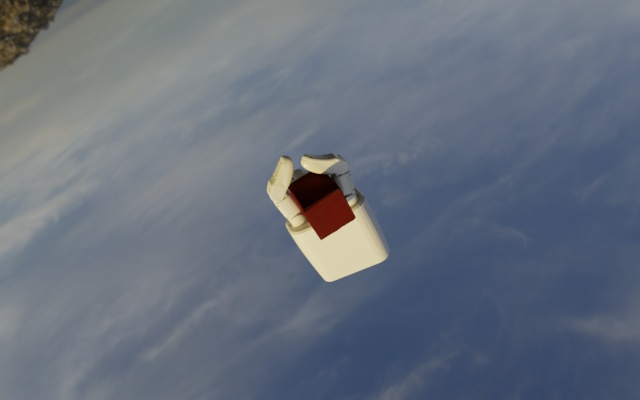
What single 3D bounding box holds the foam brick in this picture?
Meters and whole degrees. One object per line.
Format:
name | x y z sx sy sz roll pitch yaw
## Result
foam brick | 0.000 0.002 0.597 0.053 0.051 0.078 -31 31 -3
